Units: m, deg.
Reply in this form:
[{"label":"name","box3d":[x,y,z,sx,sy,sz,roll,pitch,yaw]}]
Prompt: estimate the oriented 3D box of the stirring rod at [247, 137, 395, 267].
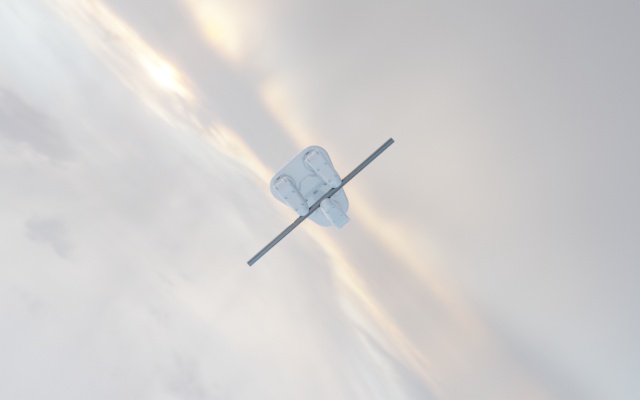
[{"label":"stirring rod","box3d":[0.000,0.002,0.602,0.239,0.011,0.011,-41,0,0]}]
